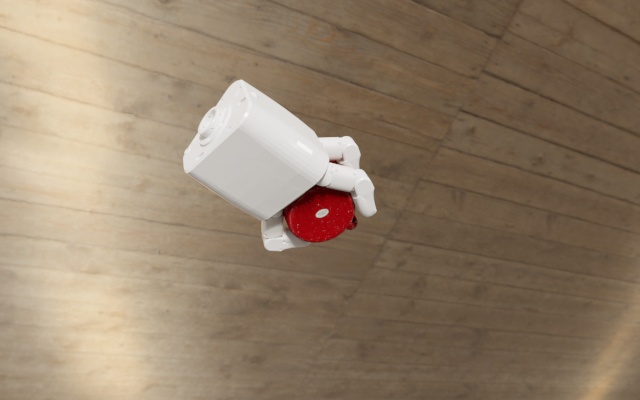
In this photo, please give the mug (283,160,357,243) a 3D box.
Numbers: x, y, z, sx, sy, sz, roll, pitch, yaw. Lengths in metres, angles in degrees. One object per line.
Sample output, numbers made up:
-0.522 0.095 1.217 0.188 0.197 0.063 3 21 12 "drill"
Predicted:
0.001 0.003 0.578 0.117 0.093 0.081 34 17 -33 "mug"
